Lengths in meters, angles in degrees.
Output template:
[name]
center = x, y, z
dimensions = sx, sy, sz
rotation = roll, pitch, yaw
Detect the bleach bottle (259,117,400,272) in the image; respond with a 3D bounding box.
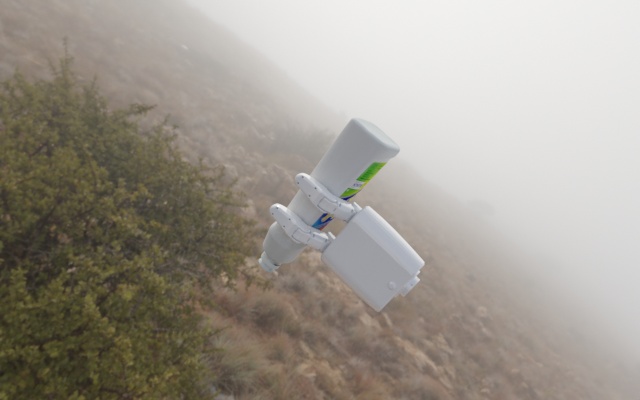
[bleach bottle]
center = 0.000, 0.002, 0.668
dimensions = 0.068, 0.251, 0.102
rotation = 44, 18, 15
